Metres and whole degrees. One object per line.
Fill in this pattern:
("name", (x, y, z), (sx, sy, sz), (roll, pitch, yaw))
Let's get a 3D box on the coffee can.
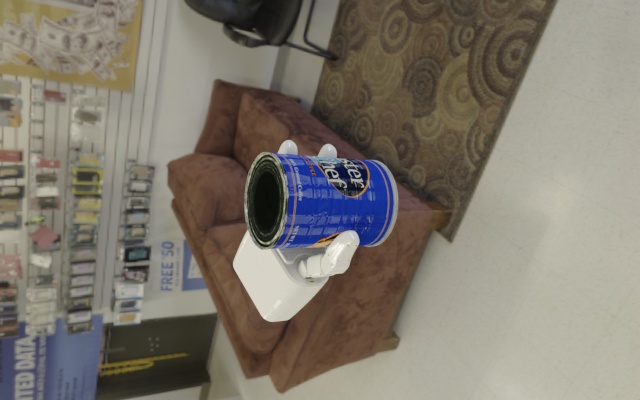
("coffee can", (0.000, 0.002, 0.531), (0.140, 0.103, 0.103), (2, -1, -31))
